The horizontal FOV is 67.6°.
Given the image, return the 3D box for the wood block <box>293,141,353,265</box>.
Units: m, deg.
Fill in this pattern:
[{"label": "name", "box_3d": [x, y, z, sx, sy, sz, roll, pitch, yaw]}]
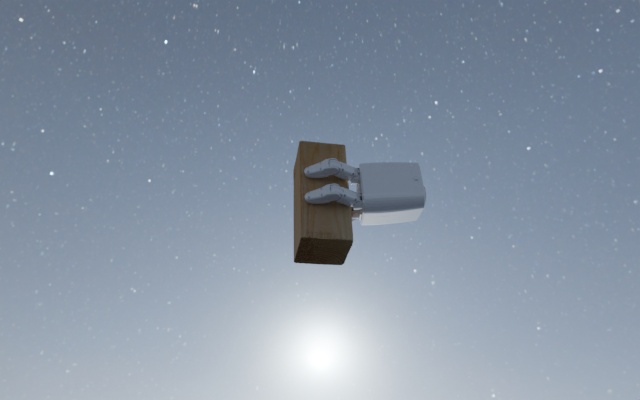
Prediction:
[{"label": "wood block", "box_3d": [0.000, 0.003, 0.858, 0.090, 0.206, 0.091, 4, -36, -9]}]
